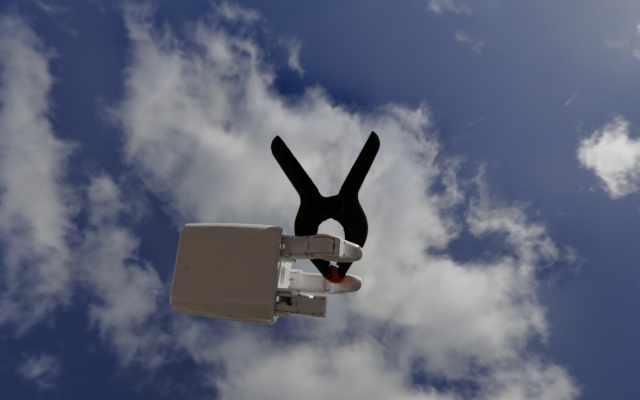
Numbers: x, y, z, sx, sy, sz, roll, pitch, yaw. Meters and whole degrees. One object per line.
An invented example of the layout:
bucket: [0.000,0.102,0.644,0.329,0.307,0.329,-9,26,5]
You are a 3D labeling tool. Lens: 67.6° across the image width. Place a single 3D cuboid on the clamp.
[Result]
clamp: [0.000,0.002,0.518,0.120,0.171,0.039,4,-14,5]
